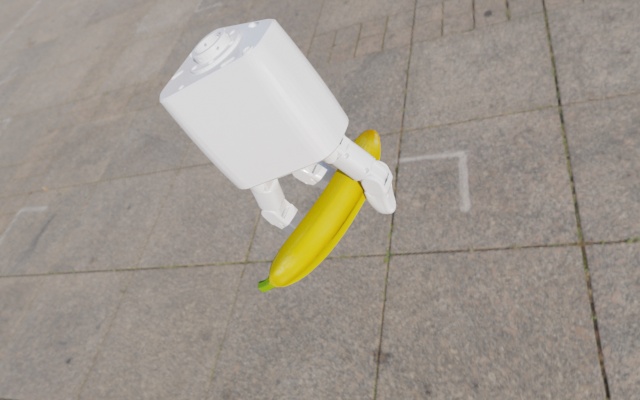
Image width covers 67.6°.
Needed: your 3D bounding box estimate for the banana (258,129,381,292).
[{"bbox_3d":[0.007,0.007,0.450,0.037,0.198,0.069,43,-12,-27],"label":"banana"}]
